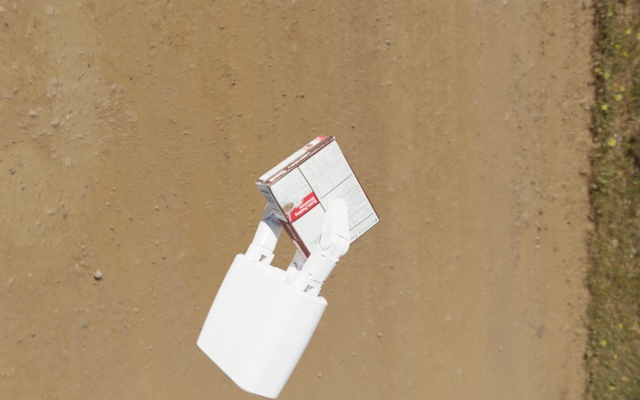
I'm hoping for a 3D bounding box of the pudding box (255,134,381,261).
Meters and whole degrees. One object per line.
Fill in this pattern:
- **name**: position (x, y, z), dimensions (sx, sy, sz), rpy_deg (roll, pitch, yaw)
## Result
- **pudding box**: position (0.000, 0.002, 0.501), dimensions (0.090, 0.113, 0.039), rpy_deg (-37, 24, -16)
